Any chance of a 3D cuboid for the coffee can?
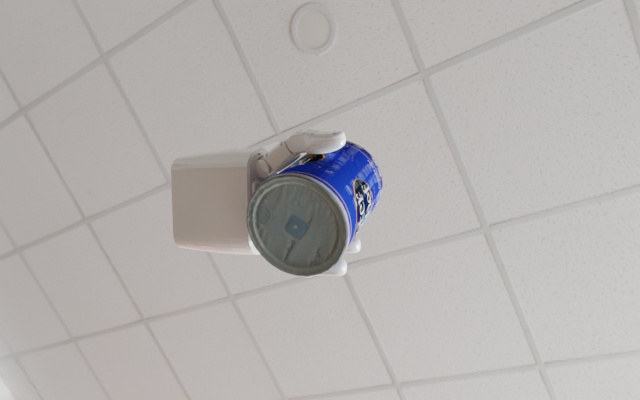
[{"bbox_3d":[0.000,0.002,0.503,0.103,0.103,0.140,0,20,21],"label":"coffee can"}]
